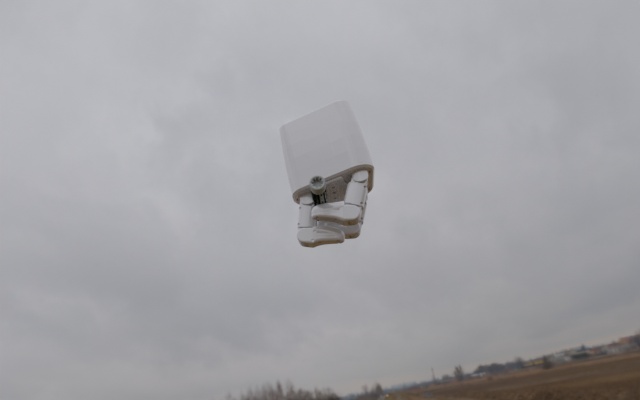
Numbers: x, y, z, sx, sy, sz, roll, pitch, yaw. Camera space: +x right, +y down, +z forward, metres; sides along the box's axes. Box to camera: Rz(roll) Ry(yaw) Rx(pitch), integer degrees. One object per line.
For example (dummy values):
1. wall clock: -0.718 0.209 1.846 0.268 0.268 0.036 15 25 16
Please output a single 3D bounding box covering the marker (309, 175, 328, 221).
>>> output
1. marker: 0.000 0.002 0.604 0.020 0.020 0.121 0 -22 4
